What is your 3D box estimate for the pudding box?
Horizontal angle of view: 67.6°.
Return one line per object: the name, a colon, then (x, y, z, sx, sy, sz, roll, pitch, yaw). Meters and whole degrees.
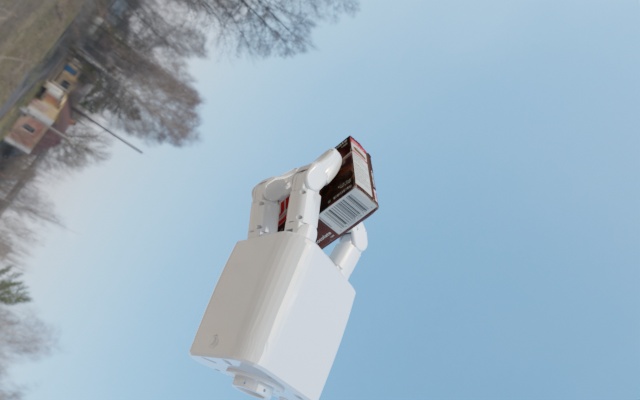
pudding box: (0.000, 0.002, 0.463, 0.113, 0.090, 0.039, -35, -60, 23)
